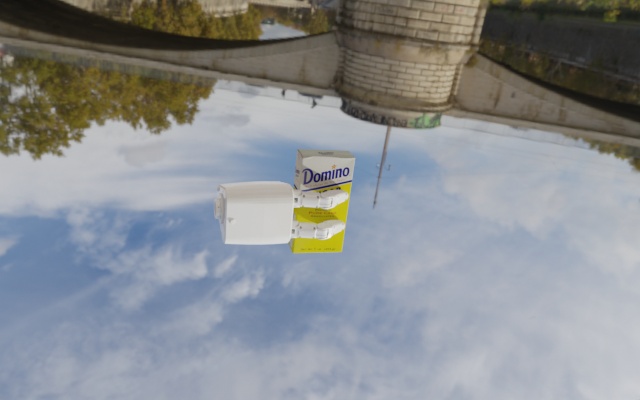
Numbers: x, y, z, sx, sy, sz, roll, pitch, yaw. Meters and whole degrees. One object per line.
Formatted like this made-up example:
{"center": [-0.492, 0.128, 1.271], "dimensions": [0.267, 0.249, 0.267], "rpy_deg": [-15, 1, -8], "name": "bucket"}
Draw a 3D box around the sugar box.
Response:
{"center": [0.000, 0.003, 0.814], "dimensions": [0.093, 0.176, 0.048], "rpy_deg": [0, 24, -16], "name": "sugar box"}
